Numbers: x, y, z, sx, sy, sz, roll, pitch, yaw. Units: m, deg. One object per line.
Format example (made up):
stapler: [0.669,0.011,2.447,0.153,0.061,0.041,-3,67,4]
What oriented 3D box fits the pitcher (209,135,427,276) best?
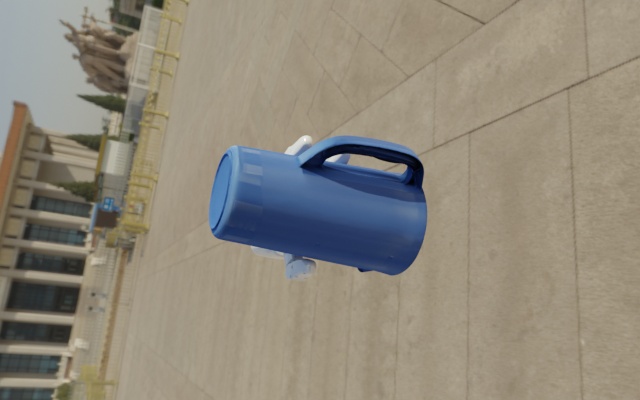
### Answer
pitcher: [0.000,0.002,0.575,0.243,0.149,0.145,11,-11,-23]
